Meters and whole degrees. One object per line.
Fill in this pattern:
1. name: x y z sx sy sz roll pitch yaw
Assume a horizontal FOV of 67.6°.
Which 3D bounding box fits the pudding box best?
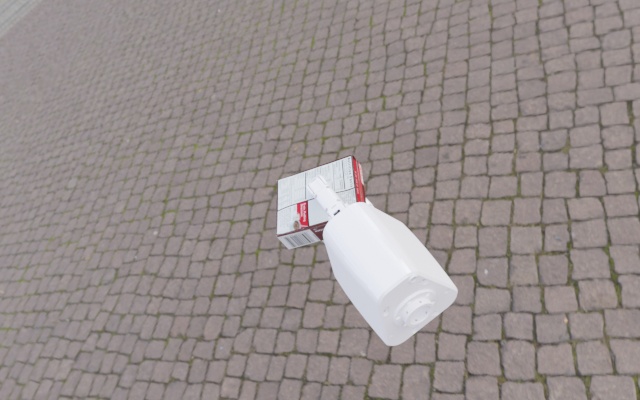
1. pudding box: 0.000 0.002 0.593 0.113 0.090 0.039 -16 -38 19
